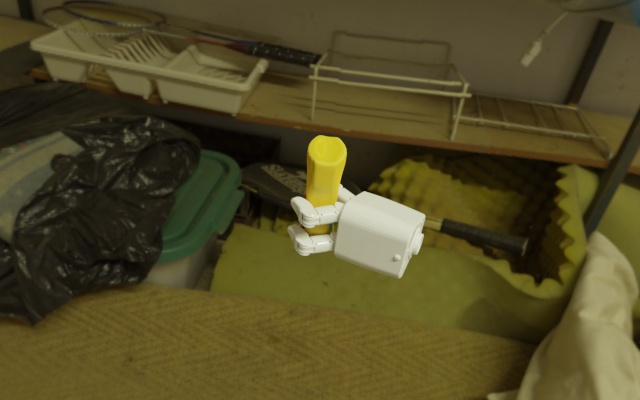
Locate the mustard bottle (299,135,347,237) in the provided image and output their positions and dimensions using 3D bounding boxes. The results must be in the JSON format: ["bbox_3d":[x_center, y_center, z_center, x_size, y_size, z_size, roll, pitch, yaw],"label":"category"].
[{"bbox_3d":[0.000,0.002,0.748,0.058,0.192,0.096,6,33,-2],"label":"mustard bottle"}]
